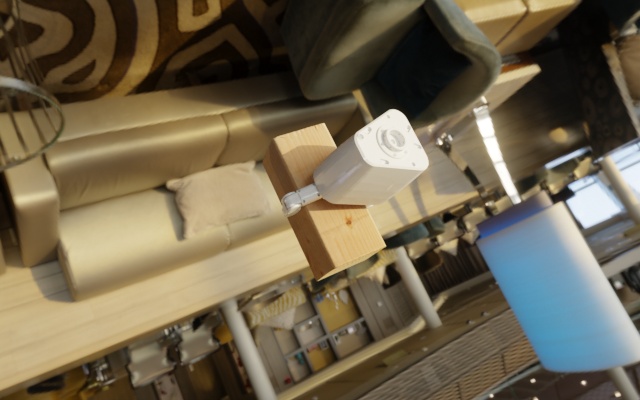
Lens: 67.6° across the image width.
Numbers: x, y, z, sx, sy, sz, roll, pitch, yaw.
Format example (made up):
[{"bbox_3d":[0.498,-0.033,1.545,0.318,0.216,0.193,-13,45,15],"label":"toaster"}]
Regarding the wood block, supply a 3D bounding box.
[{"bbox_3d":[0.000,0.002,0.716,0.091,0.206,0.090,-20,-13,-24],"label":"wood block"}]
